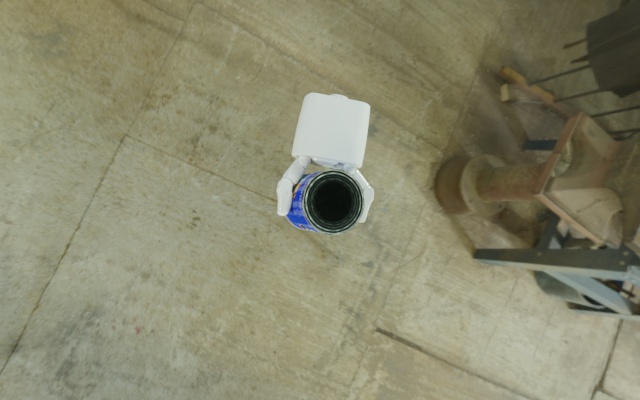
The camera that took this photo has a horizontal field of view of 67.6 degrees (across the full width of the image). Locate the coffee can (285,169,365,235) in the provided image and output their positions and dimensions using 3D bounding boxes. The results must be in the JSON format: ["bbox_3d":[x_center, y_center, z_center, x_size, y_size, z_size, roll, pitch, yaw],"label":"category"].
[{"bbox_3d":[0.000,0.003,0.799,0.103,0.103,0.140,0,0,-18],"label":"coffee can"}]
